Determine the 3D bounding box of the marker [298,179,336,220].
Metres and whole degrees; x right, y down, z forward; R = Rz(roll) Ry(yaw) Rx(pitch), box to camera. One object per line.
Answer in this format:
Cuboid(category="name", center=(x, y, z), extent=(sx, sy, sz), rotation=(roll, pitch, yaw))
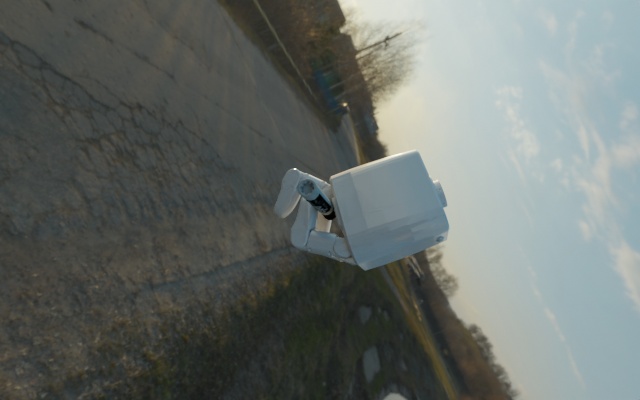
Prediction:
Cuboid(category="marker", center=(0.000, 0.002, 0.516), extent=(0.020, 0.020, 0.121), rotation=(0, -14, 13))
